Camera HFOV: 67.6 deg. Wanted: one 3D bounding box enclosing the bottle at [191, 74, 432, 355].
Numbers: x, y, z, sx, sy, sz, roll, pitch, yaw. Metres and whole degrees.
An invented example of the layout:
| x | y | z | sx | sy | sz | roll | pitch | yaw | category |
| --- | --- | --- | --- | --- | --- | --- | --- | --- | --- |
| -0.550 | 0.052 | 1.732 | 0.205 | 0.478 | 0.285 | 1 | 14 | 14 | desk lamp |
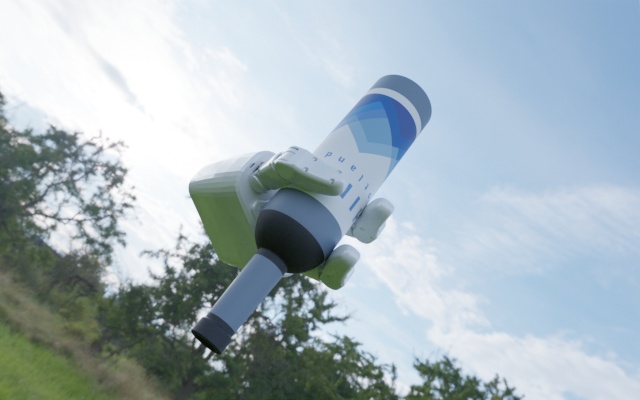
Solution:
| x | y | z | sx | sy | sz | roll | pitch | yaw | category |
| --- | --- | --- | --- | --- | --- | --- | --- | --- | --- |
| 0.000 | 0.001 | 0.408 | 0.069 | 0.069 | 0.295 | 0 | 43 | 49 | bottle |
